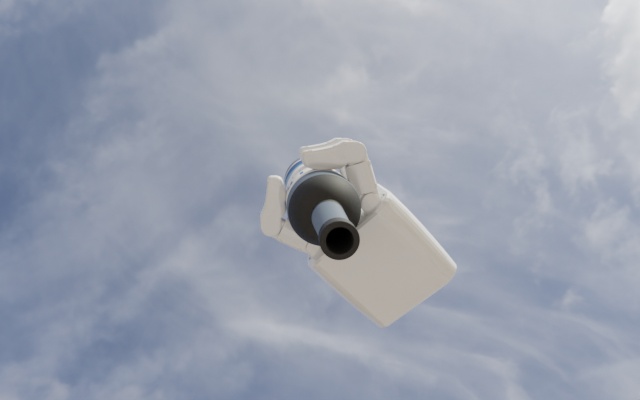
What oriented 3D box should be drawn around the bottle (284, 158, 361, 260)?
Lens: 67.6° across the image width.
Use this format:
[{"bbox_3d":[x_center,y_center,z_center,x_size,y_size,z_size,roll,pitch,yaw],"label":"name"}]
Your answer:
[{"bbox_3d":[0.000,0.001,0.463,0.069,0.069,0.295,0,10,-5],"label":"bottle"}]
